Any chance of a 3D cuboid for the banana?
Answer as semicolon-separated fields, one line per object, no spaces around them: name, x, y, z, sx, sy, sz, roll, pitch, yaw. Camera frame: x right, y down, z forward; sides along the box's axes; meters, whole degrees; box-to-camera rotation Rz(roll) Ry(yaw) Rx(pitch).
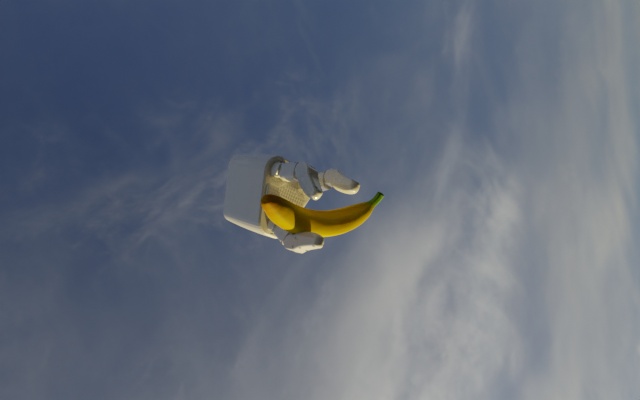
banana;-0.001;0.019;0.650;0.198;0.070;0.037;-3;25;-37
